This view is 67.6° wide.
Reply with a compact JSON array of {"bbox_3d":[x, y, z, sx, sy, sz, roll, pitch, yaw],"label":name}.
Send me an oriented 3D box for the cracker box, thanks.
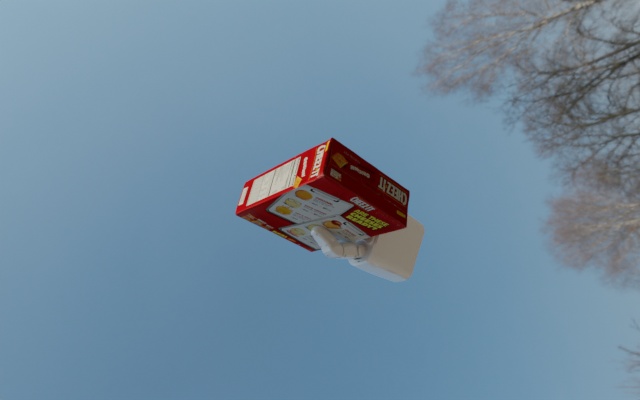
[{"bbox_3d":[0.000,0.003,0.723,0.164,0.072,0.214,30,-33,-32],"label":"cracker box"}]
